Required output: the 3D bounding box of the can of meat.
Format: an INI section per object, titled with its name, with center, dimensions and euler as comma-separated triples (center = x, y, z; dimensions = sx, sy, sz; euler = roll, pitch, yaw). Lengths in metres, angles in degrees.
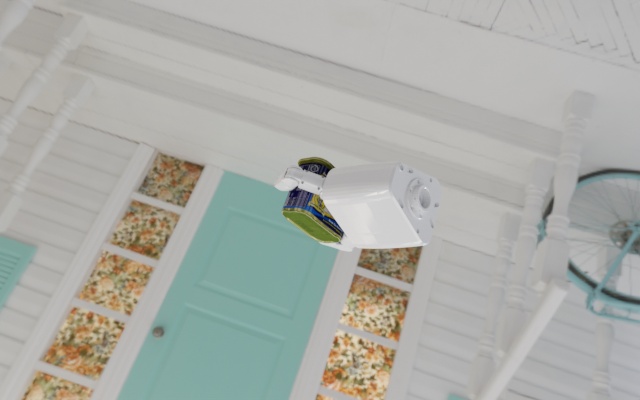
[can of meat]
center = 0.000, 0.002, 0.670
dimensions = 0.057, 0.084, 0.102
euler = -3, -32, 43
